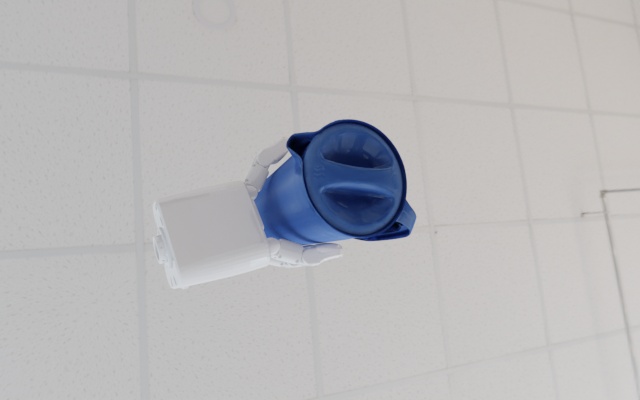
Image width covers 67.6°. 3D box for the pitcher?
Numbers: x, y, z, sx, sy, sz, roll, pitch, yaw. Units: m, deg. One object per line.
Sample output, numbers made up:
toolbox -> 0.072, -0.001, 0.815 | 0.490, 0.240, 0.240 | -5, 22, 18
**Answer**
pitcher -> 0.000, 0.002, 0.624 | 0.145, 0.149, 0.243 | -16, -4, -27
